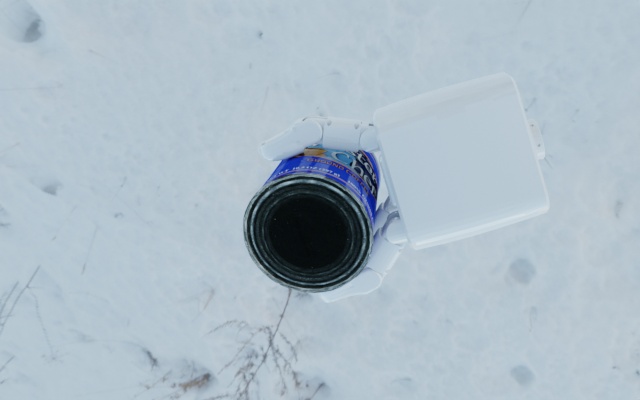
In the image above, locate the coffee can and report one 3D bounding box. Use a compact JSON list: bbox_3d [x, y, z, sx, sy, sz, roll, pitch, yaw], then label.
[{"bbox_3d":[0.000,0.001,0.429,0.103,0.103,0.140,0,22,10],"label":"coffee can"}]
